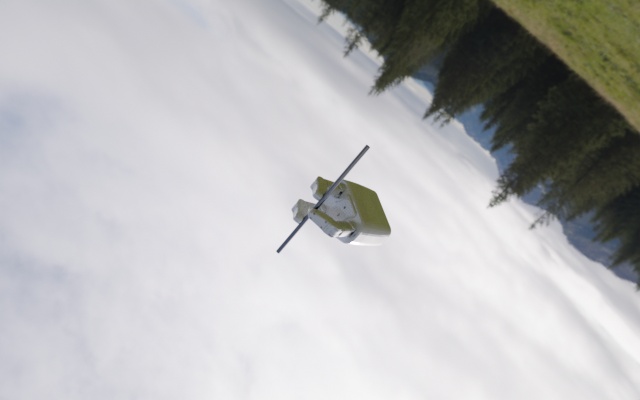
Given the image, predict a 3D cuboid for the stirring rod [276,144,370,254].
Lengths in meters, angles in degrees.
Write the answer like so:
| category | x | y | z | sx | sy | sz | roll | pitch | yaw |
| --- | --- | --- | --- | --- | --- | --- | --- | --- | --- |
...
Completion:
| category | x | y | z | sx | sy | sz | roll | pitch | yaw |
| --- | --- | --- | --- | --- | --- | --- | --- | --- | --- |
| stirring rod | 0.000 | 0.003 | 0.772 | 0.011 | 0.239 | 0.011 | 34 | 22 | -16 |
